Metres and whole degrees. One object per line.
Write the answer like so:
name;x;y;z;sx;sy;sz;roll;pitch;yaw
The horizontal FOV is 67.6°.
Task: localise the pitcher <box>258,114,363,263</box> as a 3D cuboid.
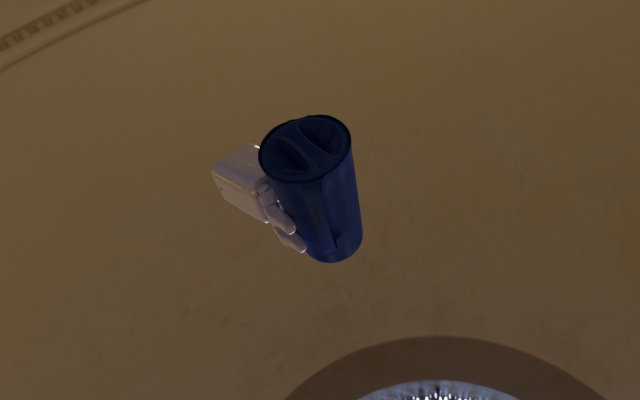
pitcher;0.000;0.002;0.744;0.145;0.149;0.243;23;-29;29
